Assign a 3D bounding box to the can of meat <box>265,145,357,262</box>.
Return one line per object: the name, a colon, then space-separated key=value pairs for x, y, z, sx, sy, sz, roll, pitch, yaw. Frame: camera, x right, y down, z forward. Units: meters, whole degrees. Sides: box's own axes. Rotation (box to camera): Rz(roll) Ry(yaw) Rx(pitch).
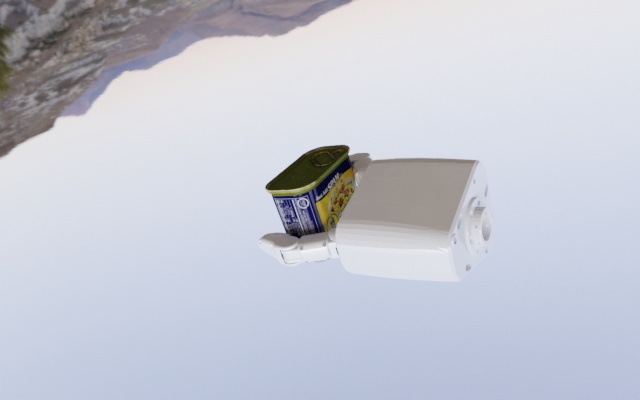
can of meat: x=0.000 y=0.002 z=0.492 sx=0.057 sy=0.084 sz=0.102 roll=-1 pitch=29 yaw=35
